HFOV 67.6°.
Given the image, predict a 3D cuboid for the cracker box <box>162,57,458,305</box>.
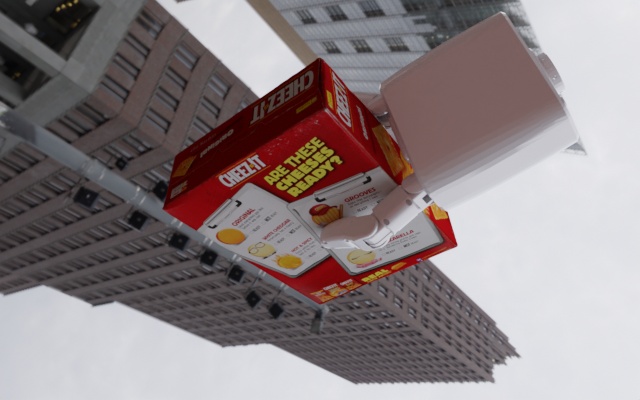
[{"bbox_3d":[0.000,0.002,0.430,0.164,0.072,0.214,-28,-46,25],"label":"cracker box"}]
